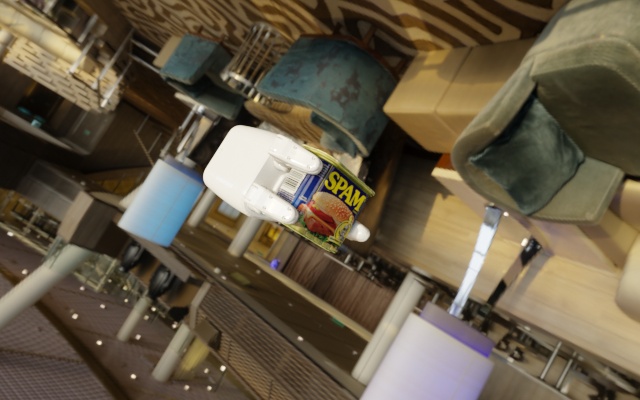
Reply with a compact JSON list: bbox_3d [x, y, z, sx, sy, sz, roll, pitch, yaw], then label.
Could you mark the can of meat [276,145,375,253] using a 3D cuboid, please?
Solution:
[{"bbox_3d":[0.000,0.002,0.523,0.057,0.084,0.102,26,-7,44],"label":"can of meat"}]
